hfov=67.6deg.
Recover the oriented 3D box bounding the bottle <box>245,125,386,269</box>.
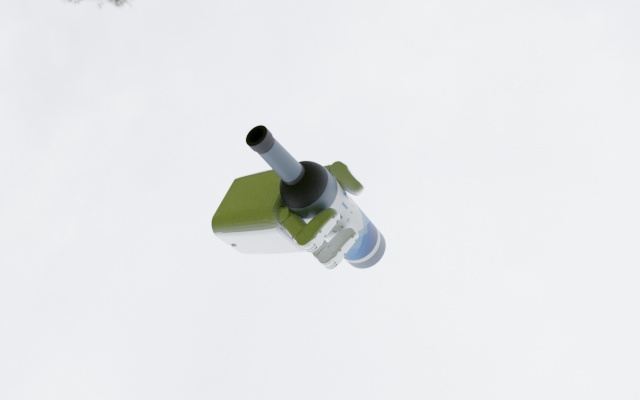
[{"bbox_3d":[0.000,0.002,0.609,0.069,0.069,0.296,0,-29,32],"label":"bottle"}]
